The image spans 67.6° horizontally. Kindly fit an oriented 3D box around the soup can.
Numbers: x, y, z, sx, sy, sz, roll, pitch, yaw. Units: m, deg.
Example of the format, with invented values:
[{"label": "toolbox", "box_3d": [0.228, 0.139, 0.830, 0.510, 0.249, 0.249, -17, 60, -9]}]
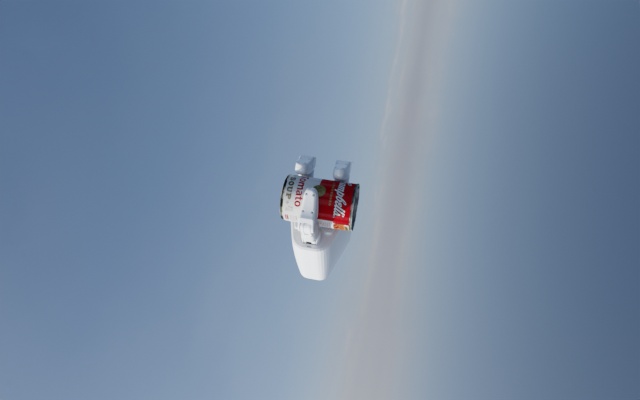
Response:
[{"label": "soup can", "box_3d": [0.000, 0.002, 0.676, 0.102, 0.068, 0.068, 9, 1, 9]}]
